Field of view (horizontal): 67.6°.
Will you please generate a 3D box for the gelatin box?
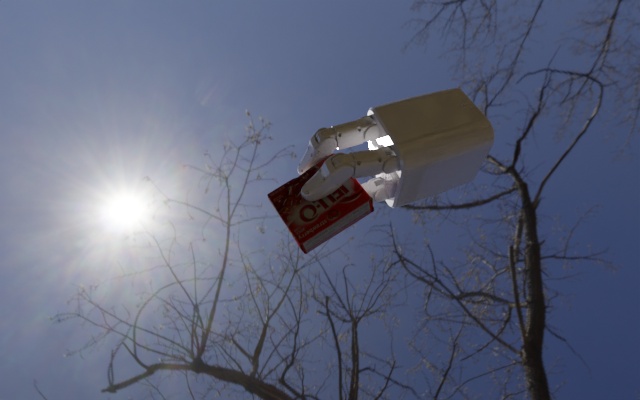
[{"bbox_3d":[0.000,0.002,0.504,0.089,0.073,0.030,-32,-31,-7],"label":"gelatin box"}]
